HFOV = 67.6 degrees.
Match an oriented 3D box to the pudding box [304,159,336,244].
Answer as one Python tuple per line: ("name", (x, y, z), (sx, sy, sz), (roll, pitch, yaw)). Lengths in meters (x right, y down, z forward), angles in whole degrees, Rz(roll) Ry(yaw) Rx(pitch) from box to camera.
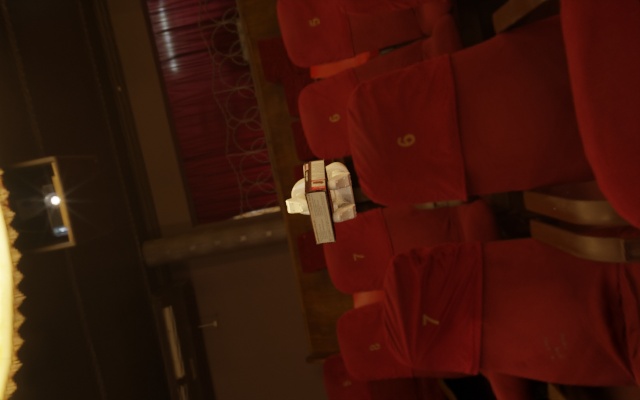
("pudding box", (0.000, 0.003, 0.795), (0.039, 0.114, 0.090), (-11, 37, 5))
